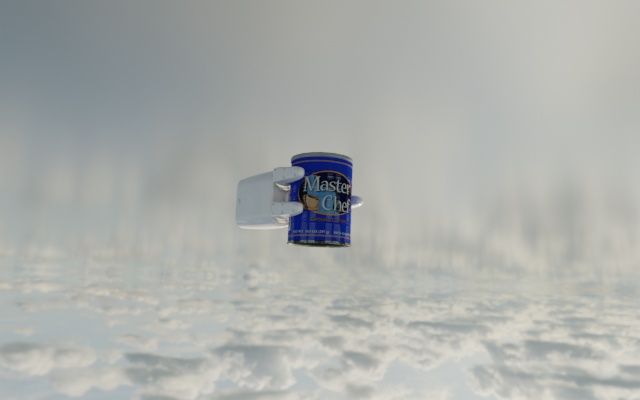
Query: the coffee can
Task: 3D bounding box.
[{"bbox_3d":[0.000,0.002,0.770,0.103,0.140,0.103,2,-9,0],"label":"coffee can"}]
